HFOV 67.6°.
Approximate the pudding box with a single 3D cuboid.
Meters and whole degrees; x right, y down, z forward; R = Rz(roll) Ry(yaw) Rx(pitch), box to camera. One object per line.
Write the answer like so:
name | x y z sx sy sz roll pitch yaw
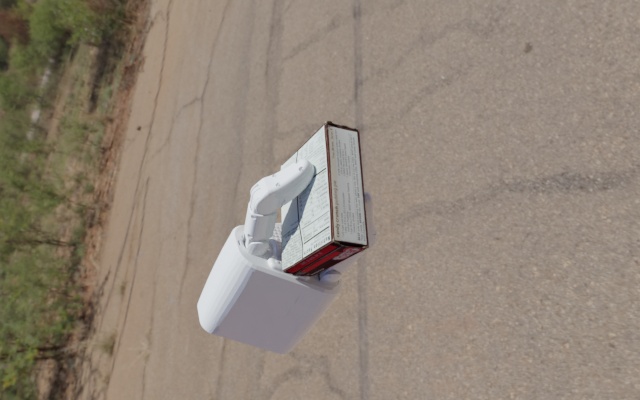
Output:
pudding box | 0.000 0.001 0.420 0.039 0.113 0.090 10 -27 -30
